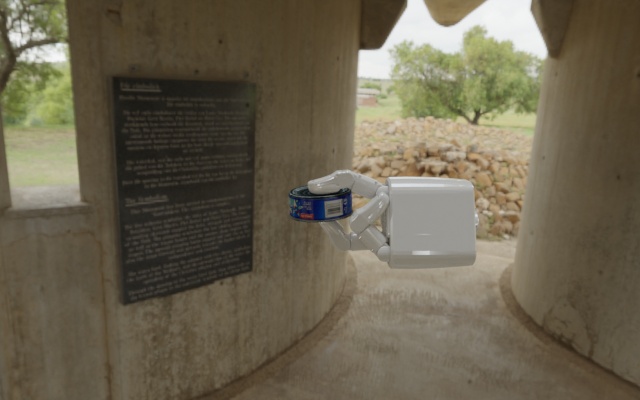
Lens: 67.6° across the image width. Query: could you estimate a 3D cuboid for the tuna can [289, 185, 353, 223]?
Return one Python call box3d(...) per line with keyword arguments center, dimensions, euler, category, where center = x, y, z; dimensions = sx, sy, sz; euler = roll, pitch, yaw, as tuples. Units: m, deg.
box3d(center=(0.000, 0.002, 0.640), dimensions=(0.086, 0.034, 0.086), euler=(-3, 13, 1), category="tuna can")
